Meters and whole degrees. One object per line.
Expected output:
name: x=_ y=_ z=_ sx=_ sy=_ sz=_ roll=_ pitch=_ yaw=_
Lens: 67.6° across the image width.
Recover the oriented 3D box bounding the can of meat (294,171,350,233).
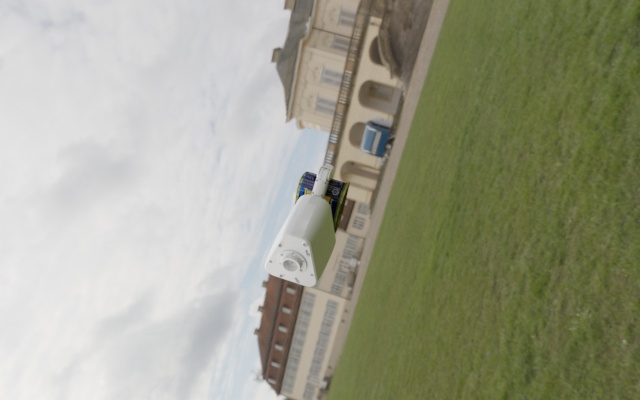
can of meat: x=0.000 y=0.003 z=0.867 sx=0.084 sy=0.102 sz=0.057 roll=17 pitch=41 yaw=7
